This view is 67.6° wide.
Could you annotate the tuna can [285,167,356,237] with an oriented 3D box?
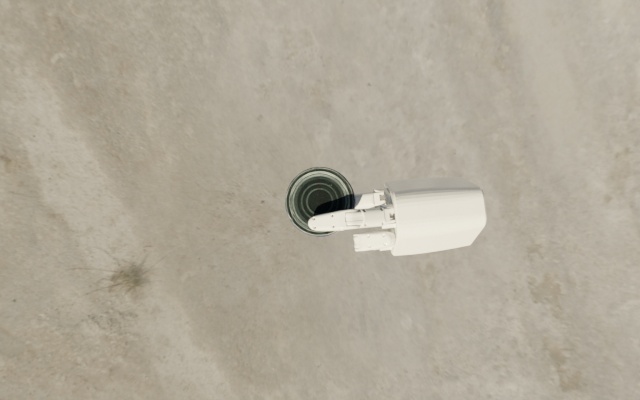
[{"bbox_3d":[0.000,0.002,0.587,0.086,0.086,0.034,0,-2,5],"label":"tuna can"}]
